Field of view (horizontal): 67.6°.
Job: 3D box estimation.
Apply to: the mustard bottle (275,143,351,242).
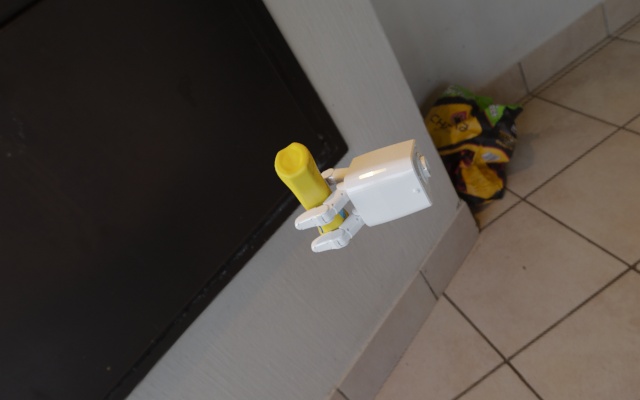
[{"bbox_3d":[0.000,0.002,0.765,0.058,0.192,0.096,-33,34,2],"label":"mustard bottle"}]
